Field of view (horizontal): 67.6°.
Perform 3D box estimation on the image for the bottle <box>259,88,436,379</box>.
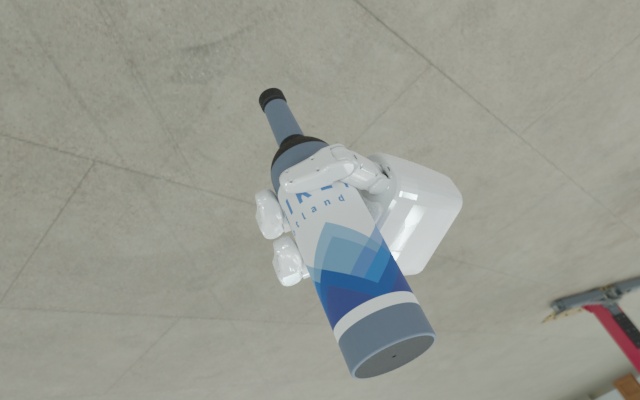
[{"bbox_3d":[0.000,0.002,0.419,0.069,0.295,0.069,-17,-35,-12],"label":"bottle"}]
